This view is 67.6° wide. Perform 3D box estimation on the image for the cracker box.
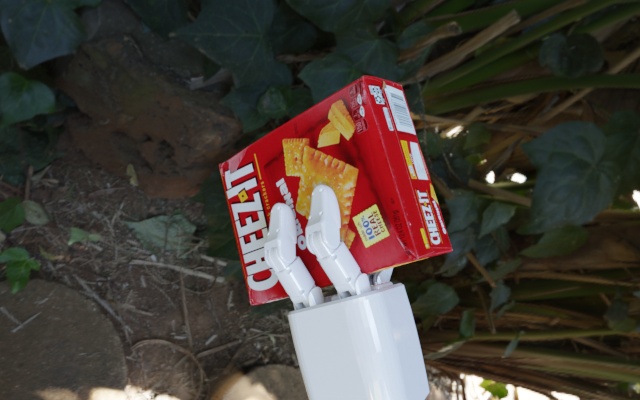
[{"bbox_3d":[0.000,0.001,0.471,0.214,0.164,0.072,-23,-14,38],"label":"cracker box"}]
